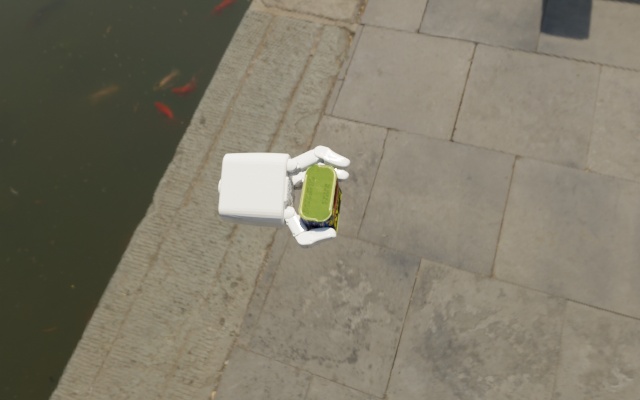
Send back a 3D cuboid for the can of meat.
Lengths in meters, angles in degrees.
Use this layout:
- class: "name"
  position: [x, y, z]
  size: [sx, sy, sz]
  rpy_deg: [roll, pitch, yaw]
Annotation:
- class: "can of meat"
  position: [0.000, 0.002, 0.771]
  size: [0.057, 0.102, 0.084]
  rpy_deg: [5, -22, 9]
